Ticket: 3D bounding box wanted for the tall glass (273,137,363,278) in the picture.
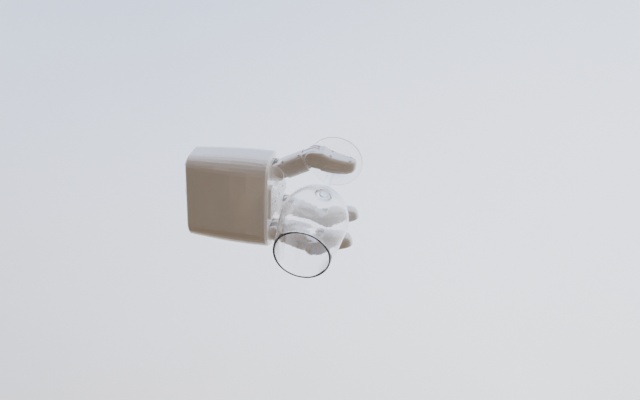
[{"bbox_3d":[0.000,0.001,0.569,0.079,0.079,0.201,0,34,14],"label":"tall glass"}]
